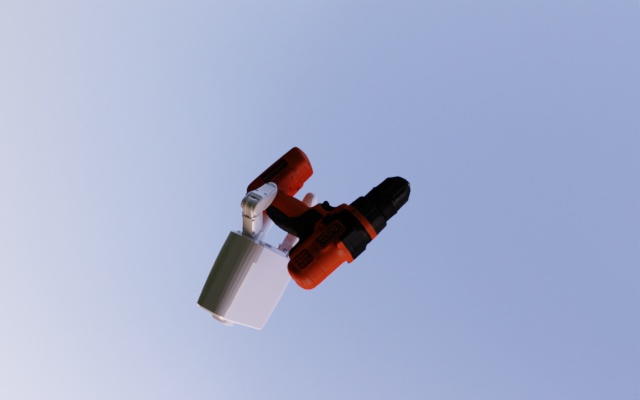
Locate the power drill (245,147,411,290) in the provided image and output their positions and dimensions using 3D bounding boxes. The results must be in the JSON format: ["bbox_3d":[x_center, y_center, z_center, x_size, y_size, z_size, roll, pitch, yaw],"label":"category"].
[{"bbox_3d":[0.000,0.002,0.625,0.187,0.184,0.057,42,-12,43],"label":"power drill"}]
